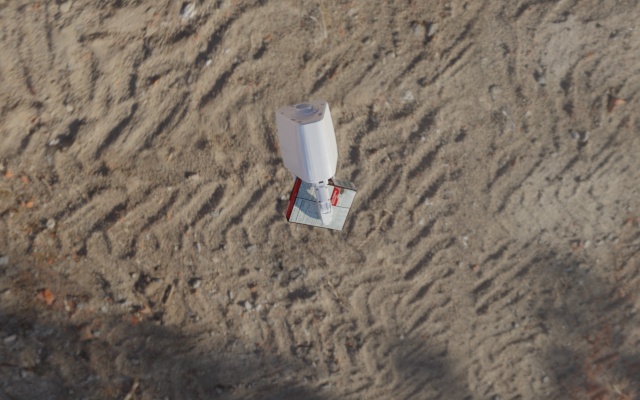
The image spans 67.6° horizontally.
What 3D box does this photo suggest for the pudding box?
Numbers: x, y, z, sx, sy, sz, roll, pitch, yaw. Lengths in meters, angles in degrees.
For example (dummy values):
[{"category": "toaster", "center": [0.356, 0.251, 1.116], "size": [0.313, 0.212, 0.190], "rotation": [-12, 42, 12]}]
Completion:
[{"category": "pudding box", "center": [0.000, 0.003, 0.872], "size": [0.113, 0.090, 0.039], "rotation": [12, 24, -18]}]
